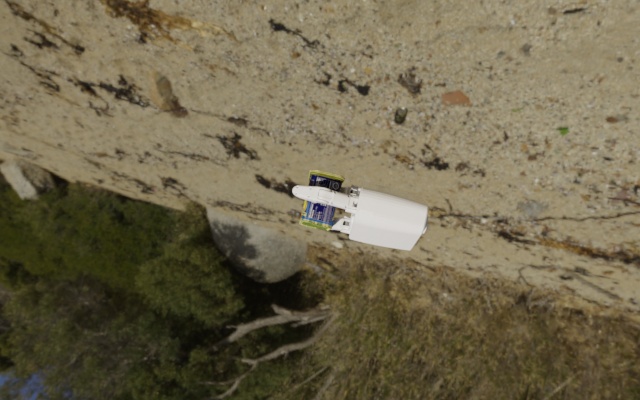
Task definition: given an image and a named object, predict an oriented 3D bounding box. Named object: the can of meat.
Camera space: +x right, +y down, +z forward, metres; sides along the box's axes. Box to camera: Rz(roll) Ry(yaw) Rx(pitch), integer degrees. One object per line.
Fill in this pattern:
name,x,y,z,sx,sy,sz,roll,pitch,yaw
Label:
can of meat,0.000,0.003,0.780,0.057,0.084,0.102,13,-6,-2
